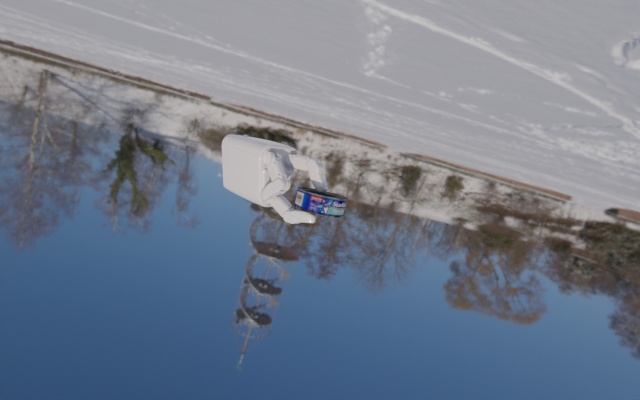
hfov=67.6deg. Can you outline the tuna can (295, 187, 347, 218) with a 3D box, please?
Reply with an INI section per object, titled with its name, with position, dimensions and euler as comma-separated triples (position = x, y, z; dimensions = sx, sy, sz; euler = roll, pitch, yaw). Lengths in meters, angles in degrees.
[tuna can]
position = 0.000, 0.003, 0.808
dimensions = 0.086, 0.034, 0.086
euler = 13, 6, -1
